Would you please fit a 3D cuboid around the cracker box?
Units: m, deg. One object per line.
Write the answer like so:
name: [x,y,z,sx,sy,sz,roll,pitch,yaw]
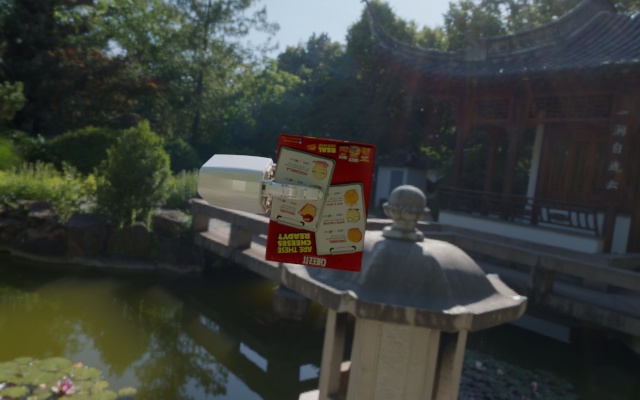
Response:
cracker box: [0.000,0.003,0.818,0.164,0.214,0.072,7,4,2]
